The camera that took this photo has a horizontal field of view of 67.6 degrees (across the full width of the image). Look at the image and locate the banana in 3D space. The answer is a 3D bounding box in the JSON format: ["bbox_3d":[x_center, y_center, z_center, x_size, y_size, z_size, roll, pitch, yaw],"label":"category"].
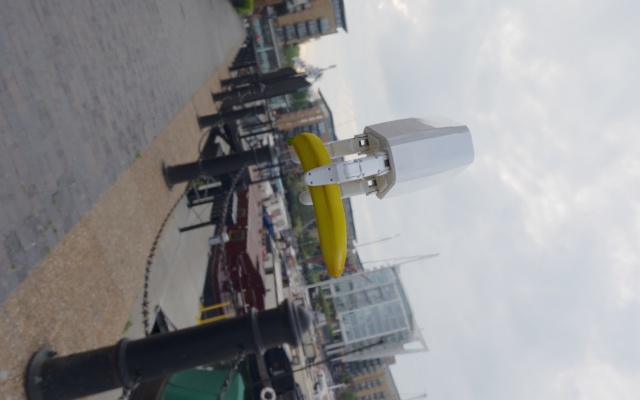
[{"bbox_3d":[0.002,-0.008,0.582,0.037,0.197,0.070,-12,-20,-13],"label":"banana"}]
